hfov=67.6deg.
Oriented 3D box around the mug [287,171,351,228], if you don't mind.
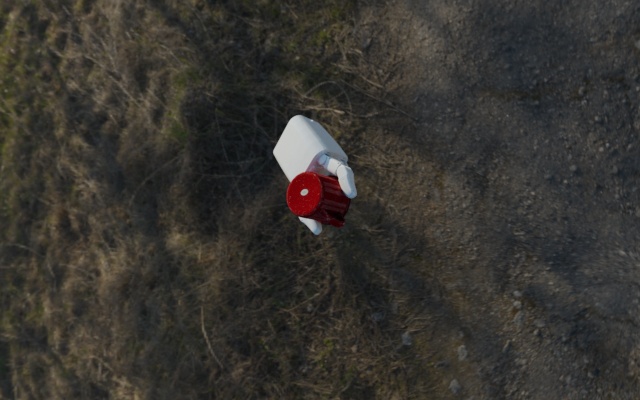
[{"bbox_3d":[0.001,0.004,0.843,0.093,0.117,0.081,-46,-30,20],"label":"mug"}]
